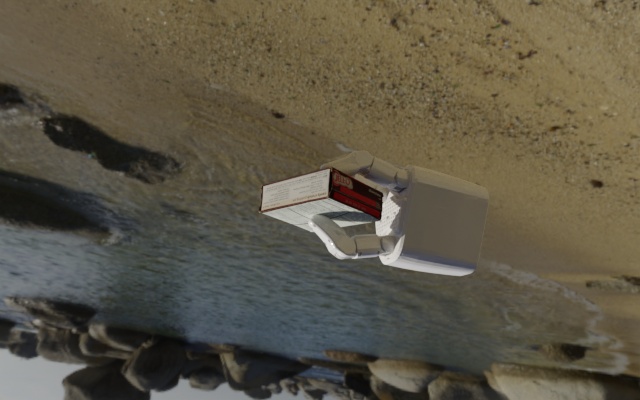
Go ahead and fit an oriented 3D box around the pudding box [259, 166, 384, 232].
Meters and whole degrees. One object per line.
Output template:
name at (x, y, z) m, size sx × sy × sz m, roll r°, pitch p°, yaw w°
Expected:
pudding box at (0.000, 0.002, 0.539) m, size 0.113 × 0.039 × 0.090 m, roll -14°, pitch -27°, yaw 41°
